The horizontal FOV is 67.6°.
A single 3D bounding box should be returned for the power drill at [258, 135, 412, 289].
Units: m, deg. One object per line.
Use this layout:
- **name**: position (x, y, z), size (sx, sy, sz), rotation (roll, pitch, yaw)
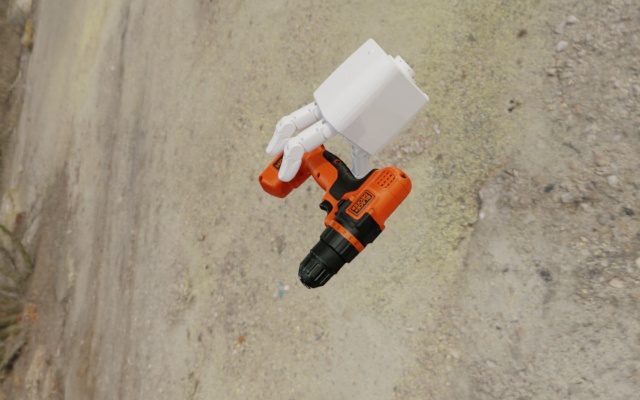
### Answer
- **power drill**: position (0.000, 0.002, 0.628), size (0.187, 0.184, 0.057), rotation (38, -9, 37)
